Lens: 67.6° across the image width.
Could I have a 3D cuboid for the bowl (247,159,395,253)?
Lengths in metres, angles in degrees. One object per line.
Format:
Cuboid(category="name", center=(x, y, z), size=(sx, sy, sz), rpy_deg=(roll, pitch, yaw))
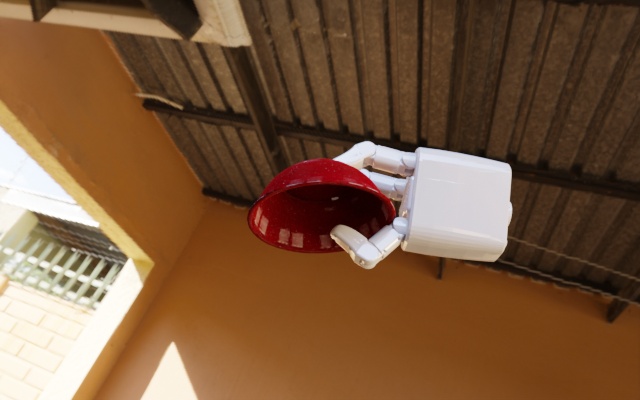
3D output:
Cuboid(category="bowl", center=(-0.001, 0.001, 0.535), size=(0.162, 0.055, 0.162), rpy_deg=(-2, -31, -1))
